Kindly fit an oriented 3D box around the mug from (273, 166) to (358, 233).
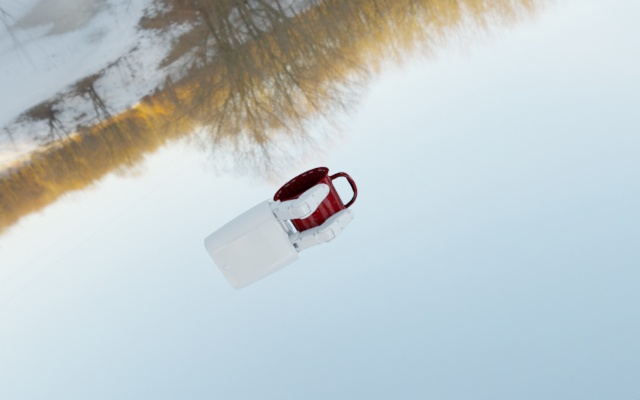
[{"bbox_3d":[0.001,0.002,0.706,0.117,0.081,0.093,-29,20,3],"label":"mug"}]
